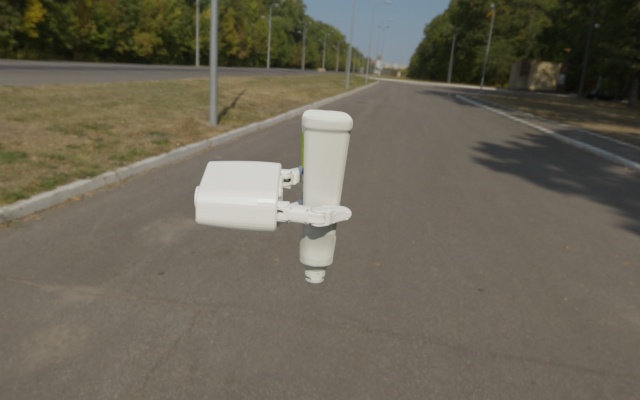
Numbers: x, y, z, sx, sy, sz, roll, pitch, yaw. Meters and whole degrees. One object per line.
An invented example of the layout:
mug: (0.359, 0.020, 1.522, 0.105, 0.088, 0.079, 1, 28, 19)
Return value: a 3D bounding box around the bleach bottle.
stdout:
bleach bottle: (0.000, 0.002, 0.682, 0.068, 0.251, 0.102, 4, 17, -2)
